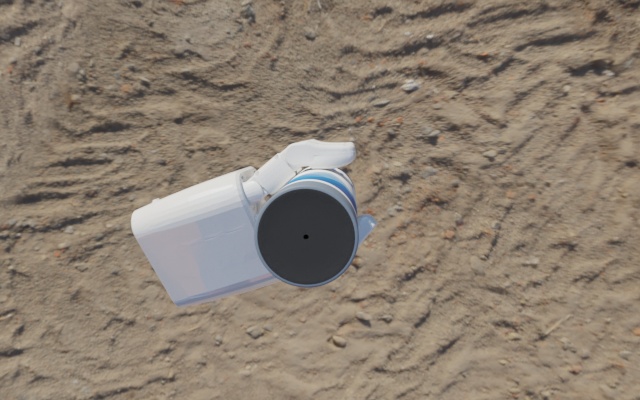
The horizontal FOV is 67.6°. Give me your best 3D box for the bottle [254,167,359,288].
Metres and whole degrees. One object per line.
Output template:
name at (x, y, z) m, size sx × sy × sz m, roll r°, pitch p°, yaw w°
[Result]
bottle at (0.000, 0.001, 0.444) m, size 0.069 × 0.069 × 0.295 m, roll 0°, pitch 9°, yaw 4°
